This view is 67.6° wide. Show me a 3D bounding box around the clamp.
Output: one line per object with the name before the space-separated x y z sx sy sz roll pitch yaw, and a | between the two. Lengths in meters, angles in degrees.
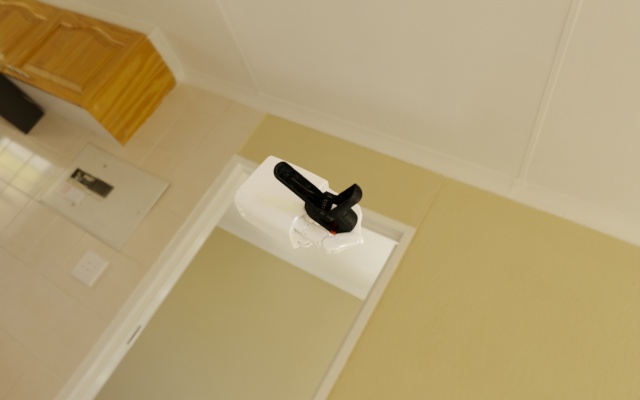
clamp | 0.001 0.002 0.652 0.120 0.039 0.171 27 -20 15
